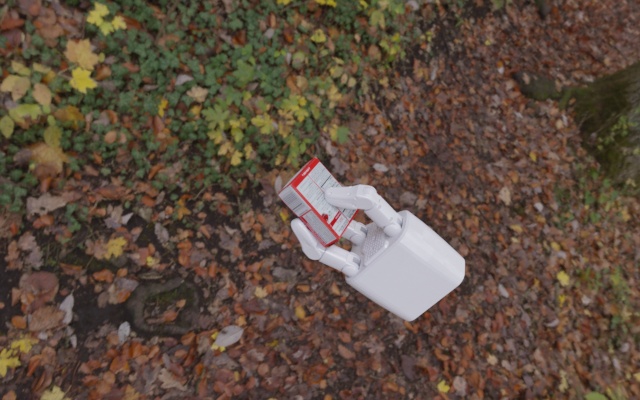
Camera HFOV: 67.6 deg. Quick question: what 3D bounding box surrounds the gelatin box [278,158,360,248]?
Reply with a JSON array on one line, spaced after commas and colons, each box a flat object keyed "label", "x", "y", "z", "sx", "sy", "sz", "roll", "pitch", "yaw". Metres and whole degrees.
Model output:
[{"label": "gelatin box", "x": 0.000, "y": 0.001, "z": 0.578, "sx": 0.030, "sy": 0.089, "sz": 0.073, "roll": -35, "pitch": 11, "yaw": 39}]
